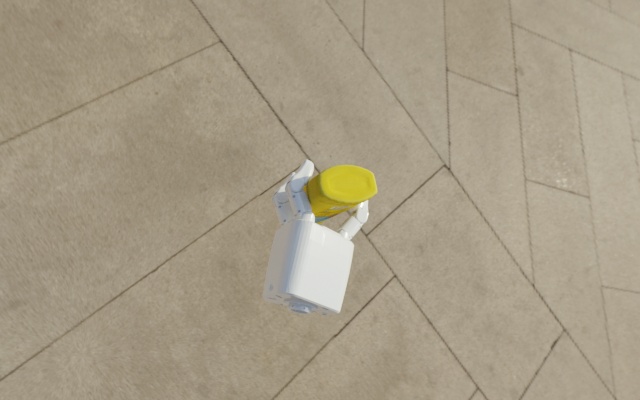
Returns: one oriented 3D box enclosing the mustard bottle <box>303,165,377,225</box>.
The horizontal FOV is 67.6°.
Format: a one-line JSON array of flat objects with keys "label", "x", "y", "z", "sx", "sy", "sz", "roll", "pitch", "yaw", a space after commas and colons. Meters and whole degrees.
[{"label": "mustard bottle", "x": 0.000, "y": 0.002, "z": 0.744, "sx": 0.096, "sy": 0.058, "sz": 0.192, "roll": -5, "pitch": -14, "yaw": -28}]
